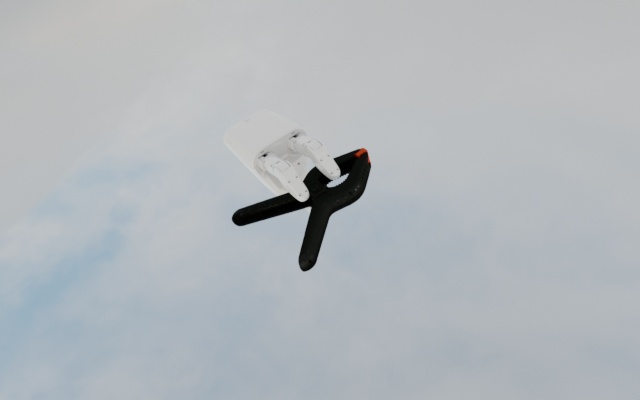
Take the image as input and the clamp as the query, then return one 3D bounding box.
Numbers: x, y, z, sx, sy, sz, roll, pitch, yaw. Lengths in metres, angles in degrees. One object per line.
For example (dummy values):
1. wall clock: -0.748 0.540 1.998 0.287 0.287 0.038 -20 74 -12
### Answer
1. clamp: 0.001 0.002 0.650 0.210 0.036 0.164 -36 42 -17
